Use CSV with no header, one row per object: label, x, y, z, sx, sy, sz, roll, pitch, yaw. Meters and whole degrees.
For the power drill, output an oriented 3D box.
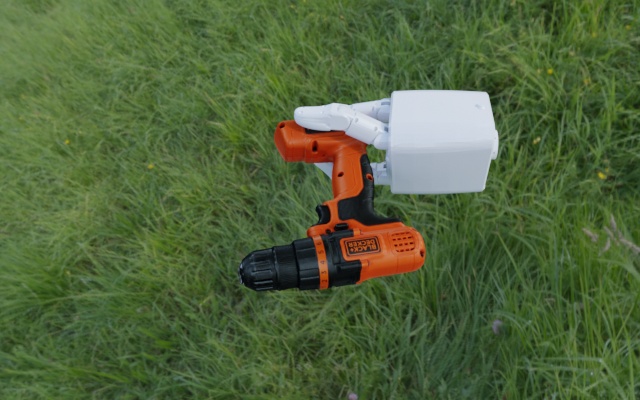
power drill,0.000,0.001,0.502,0.184,0.187,0.057,-6,-28,-10
